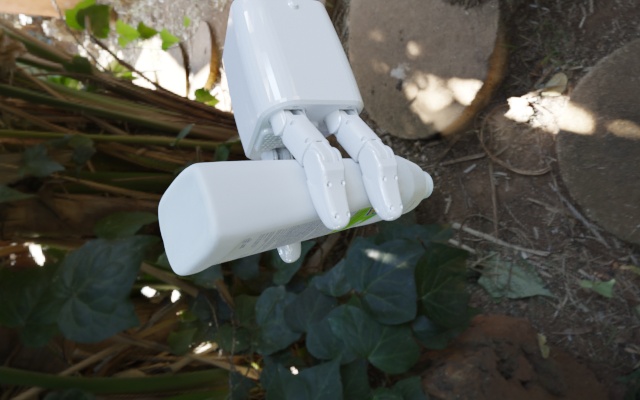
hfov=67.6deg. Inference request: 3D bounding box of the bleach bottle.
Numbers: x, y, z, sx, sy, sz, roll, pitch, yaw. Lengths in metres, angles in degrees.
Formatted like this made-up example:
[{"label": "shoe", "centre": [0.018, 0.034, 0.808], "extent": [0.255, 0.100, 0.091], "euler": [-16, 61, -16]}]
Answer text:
[{"label": "bleach bottle", "centre": [0.000, 0.001, 0.415], "extent": [0.251, 0.068, 0.102], "euler": [-8, -16, -37]}]
